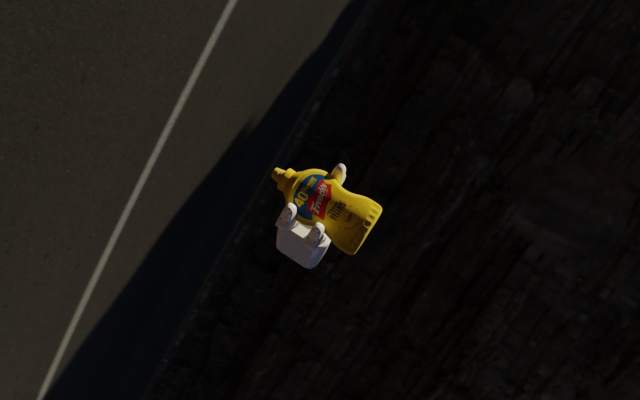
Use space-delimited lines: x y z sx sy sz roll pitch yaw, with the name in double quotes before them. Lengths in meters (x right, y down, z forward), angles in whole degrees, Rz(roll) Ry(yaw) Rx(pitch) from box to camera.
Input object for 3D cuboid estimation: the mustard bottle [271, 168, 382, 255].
"mustard bottle" 0.000 0.003 0.803 0.191 0.096 0.058 33 -8 7
